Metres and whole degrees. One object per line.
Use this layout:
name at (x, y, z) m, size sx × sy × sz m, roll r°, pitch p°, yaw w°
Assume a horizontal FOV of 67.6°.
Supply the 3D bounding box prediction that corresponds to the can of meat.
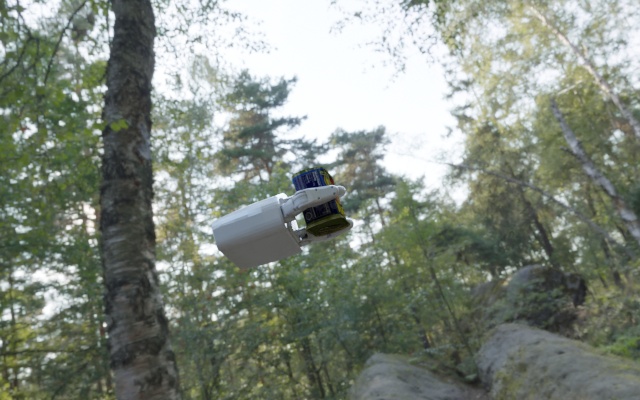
can of meat at (0.000, 0.002, 0.714) m, size 0.057 × 0.084 × 0.102 m, roll -20°, pitch -14°, yaw 7°
